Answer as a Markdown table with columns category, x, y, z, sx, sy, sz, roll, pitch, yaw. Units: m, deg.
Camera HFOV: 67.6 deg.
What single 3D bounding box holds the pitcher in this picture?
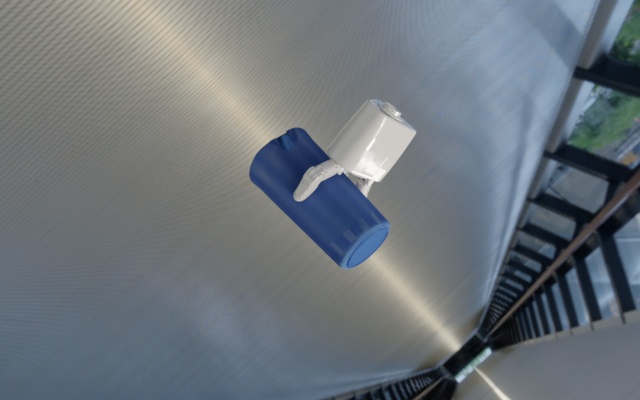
| category | x | y | z | sx | sy | sz | roll | pitch | yaw |
| --- | --- | --- | --- | --- | --- | --- | --- | --- | --- |
| pitcher | 0.000 | 0.003 | 0.821 | 0.242 | 0.145 | 0.149 | 46 | 23 | 23 |
